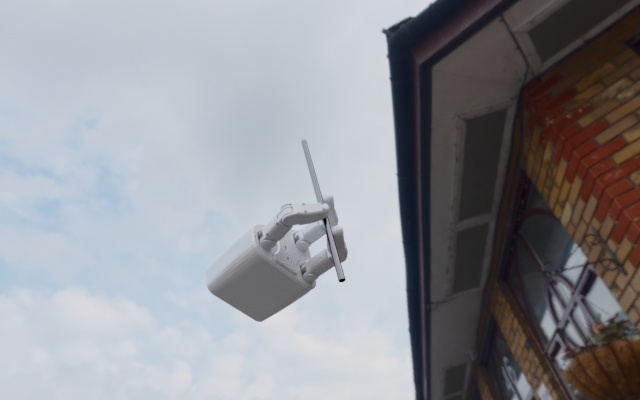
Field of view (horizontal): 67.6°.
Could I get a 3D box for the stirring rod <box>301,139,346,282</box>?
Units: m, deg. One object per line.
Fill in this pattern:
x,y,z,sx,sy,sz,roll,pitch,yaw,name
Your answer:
0.000,0.002,0.612,0.011,0.239,0.011,-9,-42,-8,stirring rod
